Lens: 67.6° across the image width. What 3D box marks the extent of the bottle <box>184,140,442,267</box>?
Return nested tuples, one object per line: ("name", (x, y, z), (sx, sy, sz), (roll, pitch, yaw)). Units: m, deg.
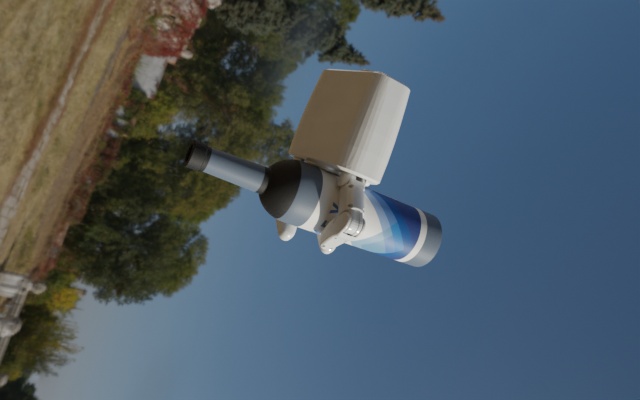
("bottle", (0.000, 0.002, 0.514), (0.296, 0.069, 0.069), (21, -10, -26))
